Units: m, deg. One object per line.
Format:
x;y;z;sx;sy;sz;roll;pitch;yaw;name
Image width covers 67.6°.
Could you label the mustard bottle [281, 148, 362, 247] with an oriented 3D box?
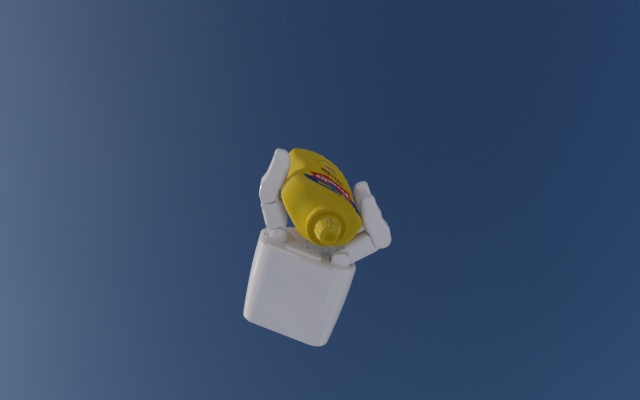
0.000;0.001;0.533;0.096;0.058;0.191;38;13;-16;mustard bottle
